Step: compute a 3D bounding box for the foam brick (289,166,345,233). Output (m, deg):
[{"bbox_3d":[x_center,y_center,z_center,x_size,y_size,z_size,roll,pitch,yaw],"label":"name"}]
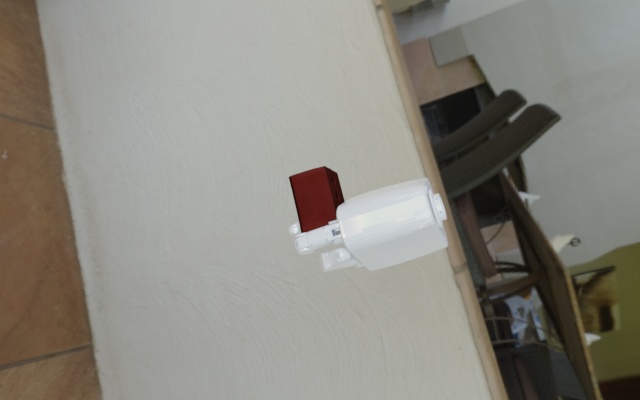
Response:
[{"bbox_3d":[0.000,0.002,0.613,0.051,0.078,0.053,-19,-14,19],"label":"foam brick"}]
